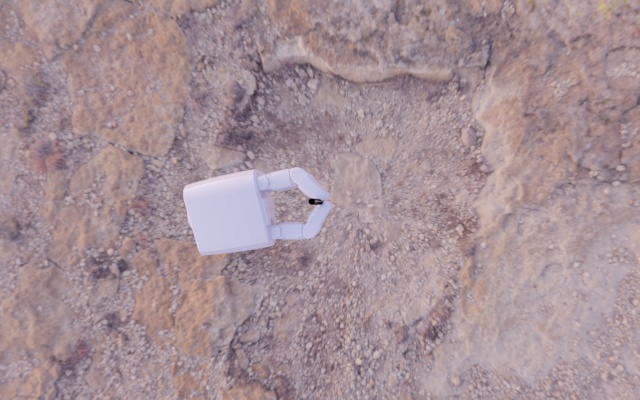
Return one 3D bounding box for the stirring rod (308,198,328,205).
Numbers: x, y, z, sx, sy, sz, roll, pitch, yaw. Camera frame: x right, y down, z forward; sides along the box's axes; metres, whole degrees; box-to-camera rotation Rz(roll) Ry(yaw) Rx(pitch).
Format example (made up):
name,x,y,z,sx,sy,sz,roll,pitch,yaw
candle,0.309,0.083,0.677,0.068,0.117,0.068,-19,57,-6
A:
name,x,y,z,sx,sy,sz,roll,pitch,yaw
stirring rod,0.000,0.002,0.677,0.011,0.011,0.239,0,-1,5
